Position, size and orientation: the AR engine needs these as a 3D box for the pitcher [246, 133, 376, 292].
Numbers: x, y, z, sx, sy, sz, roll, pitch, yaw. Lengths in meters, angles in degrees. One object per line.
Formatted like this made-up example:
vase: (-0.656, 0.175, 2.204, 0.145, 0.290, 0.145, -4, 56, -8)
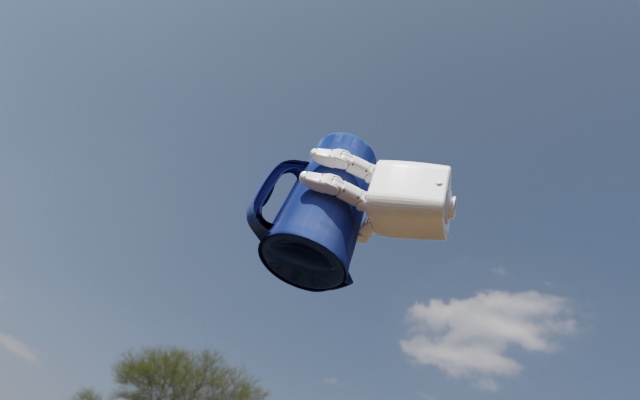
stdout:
pitcher: (0.000, 0.002, 0.734, 0.145, 0.242, 0.149, 5, -42, 20)
